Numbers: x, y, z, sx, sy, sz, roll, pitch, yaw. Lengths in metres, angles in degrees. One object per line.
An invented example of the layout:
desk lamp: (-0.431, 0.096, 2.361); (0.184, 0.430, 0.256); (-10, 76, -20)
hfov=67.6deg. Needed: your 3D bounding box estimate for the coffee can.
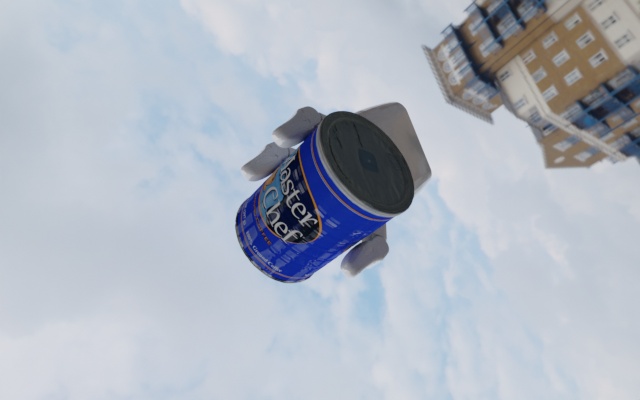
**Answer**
coffee can: (0.000, 0.001, 0.439); (0.103, 0.102, 0.140); (0, -30, -43)
